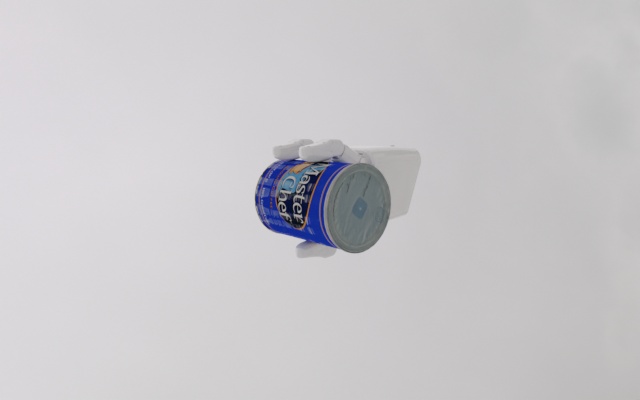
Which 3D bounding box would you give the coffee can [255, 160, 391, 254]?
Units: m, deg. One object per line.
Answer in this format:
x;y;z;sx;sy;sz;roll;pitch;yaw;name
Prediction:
0.000;0.002;0.587;0.103;0.103;0.140;0;6;-41;coffee can
